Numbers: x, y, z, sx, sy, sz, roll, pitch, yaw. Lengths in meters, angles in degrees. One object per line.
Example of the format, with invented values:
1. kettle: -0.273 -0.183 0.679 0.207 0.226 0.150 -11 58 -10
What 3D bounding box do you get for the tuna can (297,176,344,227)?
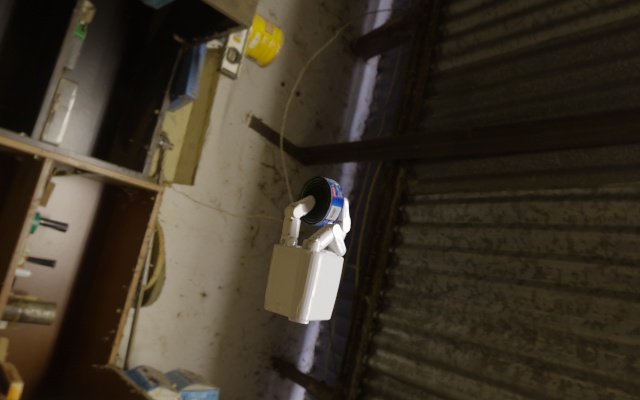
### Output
1. tuna can: 0.001 0.003 0.820 0.034 0.086 0.086 14 -9 -42
